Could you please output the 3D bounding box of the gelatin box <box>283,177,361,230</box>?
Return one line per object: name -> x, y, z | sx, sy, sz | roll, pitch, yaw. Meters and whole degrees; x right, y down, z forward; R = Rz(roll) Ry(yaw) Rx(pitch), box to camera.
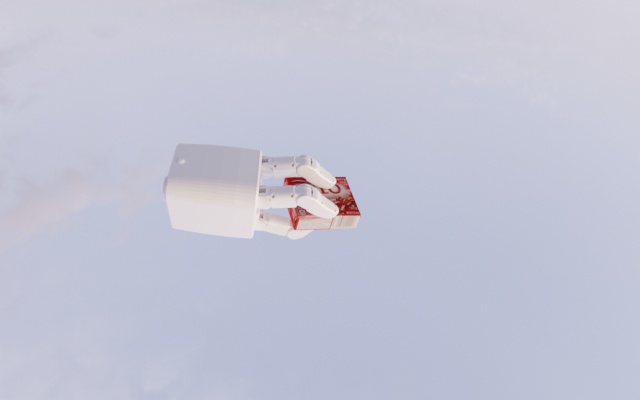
gelatin box -> 0.000, 0.002, 0.627 | 0.089, 0.073, 0.030 | 0, -44, -21
